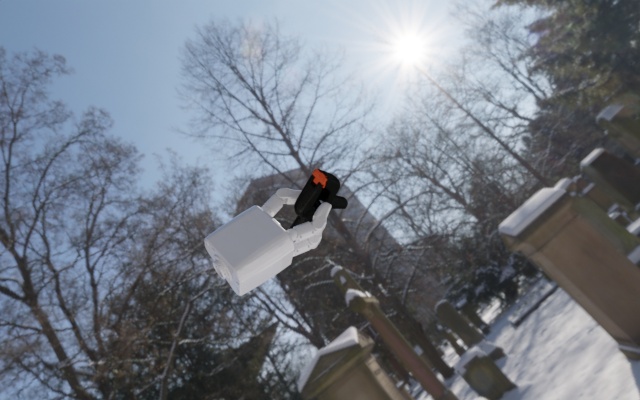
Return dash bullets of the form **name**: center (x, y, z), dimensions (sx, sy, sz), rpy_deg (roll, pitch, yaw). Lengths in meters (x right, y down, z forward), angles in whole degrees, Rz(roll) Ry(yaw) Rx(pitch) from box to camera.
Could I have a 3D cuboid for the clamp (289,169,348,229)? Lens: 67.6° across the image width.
- **clamp**: center (-0.001, 0.002, 0.858), dimensions (0.164, 0.036, 0.210), rpy_deg (-35, -20, -26)
